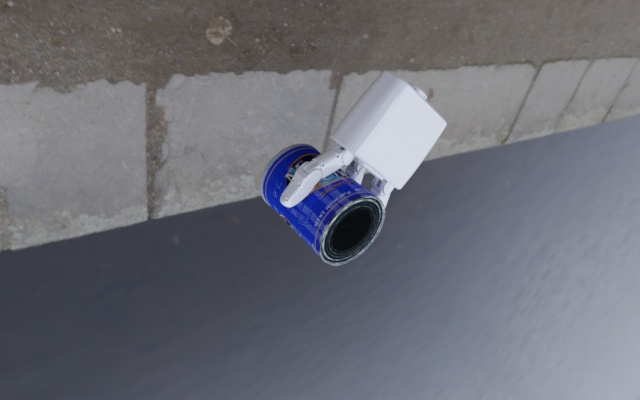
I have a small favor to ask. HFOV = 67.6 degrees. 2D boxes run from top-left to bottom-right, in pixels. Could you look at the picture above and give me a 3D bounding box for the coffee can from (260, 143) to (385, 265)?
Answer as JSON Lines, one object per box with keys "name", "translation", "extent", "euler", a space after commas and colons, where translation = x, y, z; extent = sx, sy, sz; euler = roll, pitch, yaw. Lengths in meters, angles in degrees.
{"name": "coffee can", "translation": [0.000, 0.002, 0.625], "extent": [0.103, 0.103, 0.140], "euler": [0, 32, -43]}
